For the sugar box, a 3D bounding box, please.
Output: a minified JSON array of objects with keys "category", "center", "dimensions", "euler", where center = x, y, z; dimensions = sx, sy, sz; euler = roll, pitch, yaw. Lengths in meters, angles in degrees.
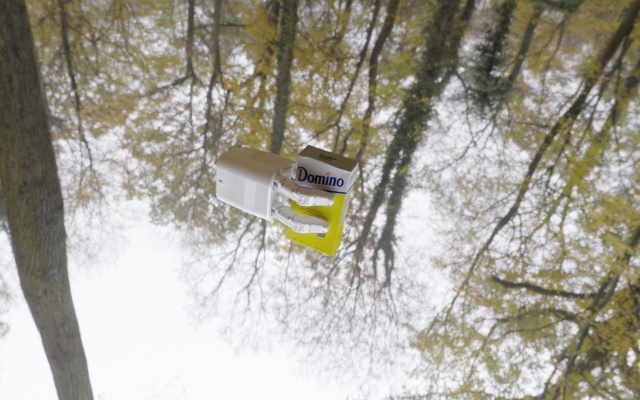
[{"category":"sugar box","center":[0.000,0.003,0.804],"dimensions":[0.093,0.176,0.048],"euler":[19,37,14]}]
